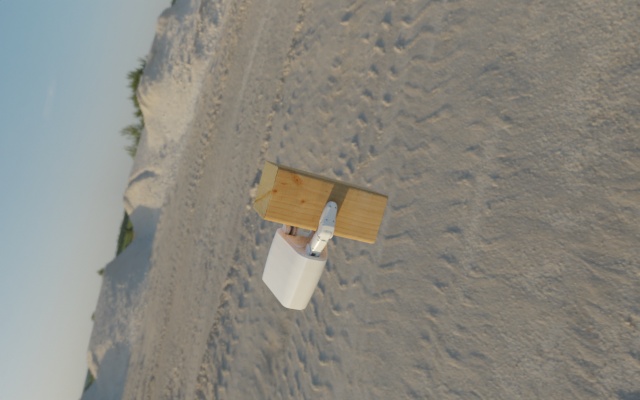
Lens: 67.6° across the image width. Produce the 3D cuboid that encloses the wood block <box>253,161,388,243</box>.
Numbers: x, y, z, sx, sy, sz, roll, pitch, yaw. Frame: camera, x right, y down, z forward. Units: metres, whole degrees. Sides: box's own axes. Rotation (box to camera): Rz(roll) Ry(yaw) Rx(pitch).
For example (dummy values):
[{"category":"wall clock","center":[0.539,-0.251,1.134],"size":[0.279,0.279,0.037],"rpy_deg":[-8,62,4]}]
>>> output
[{"category":"wood block","center":[0.000,0.003,0.835],"size":[0.206,0.090,0.091],"rpy_deg":[14,7,-22]}]
